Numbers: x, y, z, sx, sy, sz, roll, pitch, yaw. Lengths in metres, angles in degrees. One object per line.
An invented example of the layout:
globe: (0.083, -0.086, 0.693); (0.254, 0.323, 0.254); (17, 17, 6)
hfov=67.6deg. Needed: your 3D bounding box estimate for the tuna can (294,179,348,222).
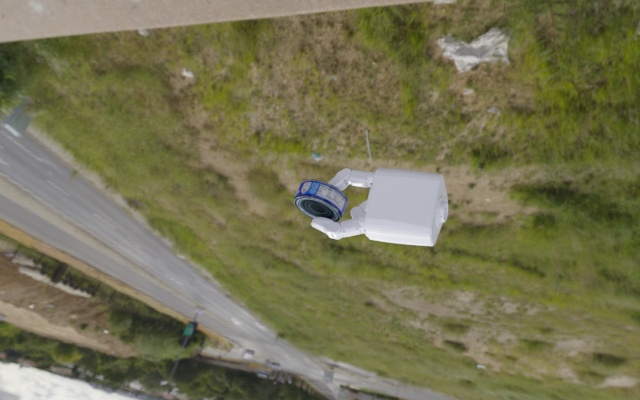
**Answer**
tuna can: (0.000, 0.003, 0.793); (0.086, 0.033, 0.086); (19, -25, 9)
